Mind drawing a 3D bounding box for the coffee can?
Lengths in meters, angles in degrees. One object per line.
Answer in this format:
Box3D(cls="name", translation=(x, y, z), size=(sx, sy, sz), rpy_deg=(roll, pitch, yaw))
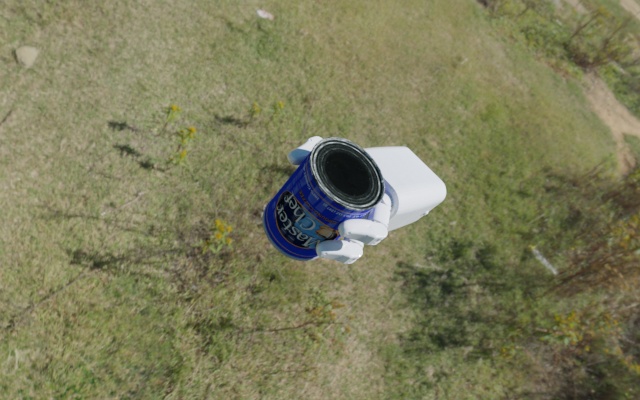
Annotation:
Box3D(cls="coffee can", translation=(0.000, 0.002, 0.607), size=(0.103, 0.102, 0.140), rpy_deg=(0, -30, -33))
